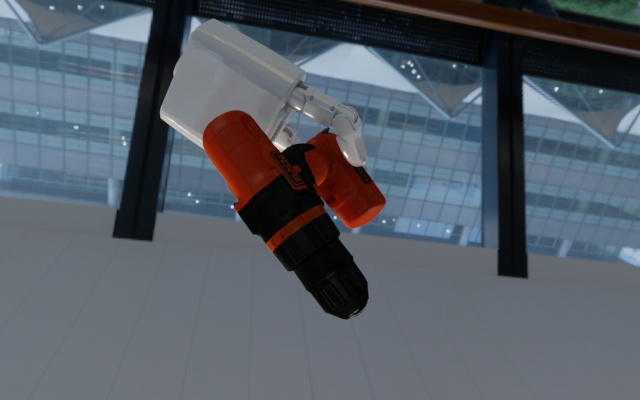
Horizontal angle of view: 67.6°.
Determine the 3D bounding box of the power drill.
[{"bbox_3d":[0.000,0.001,0.427,0.057,0.184,0.187,-38,-7,21],"label":"power drill"}]
